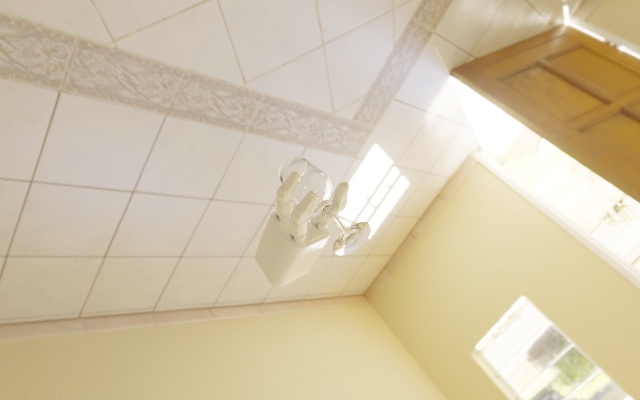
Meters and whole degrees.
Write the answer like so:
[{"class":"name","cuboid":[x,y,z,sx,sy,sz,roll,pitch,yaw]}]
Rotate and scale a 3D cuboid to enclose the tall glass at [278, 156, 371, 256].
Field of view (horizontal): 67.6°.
[{"class":"tall glass","cuboid":[0.001,0.003,0.835,0.079,0.079,0.201,0,38,-42]}]
